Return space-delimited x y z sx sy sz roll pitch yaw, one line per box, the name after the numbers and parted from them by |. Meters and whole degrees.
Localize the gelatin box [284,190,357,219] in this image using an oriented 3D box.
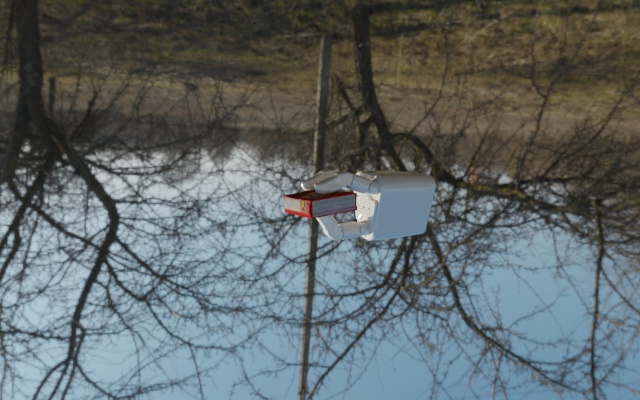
0.000 0.003 0.729 0.089 0.030 0.073 -10 13 -35 | gelatin box
